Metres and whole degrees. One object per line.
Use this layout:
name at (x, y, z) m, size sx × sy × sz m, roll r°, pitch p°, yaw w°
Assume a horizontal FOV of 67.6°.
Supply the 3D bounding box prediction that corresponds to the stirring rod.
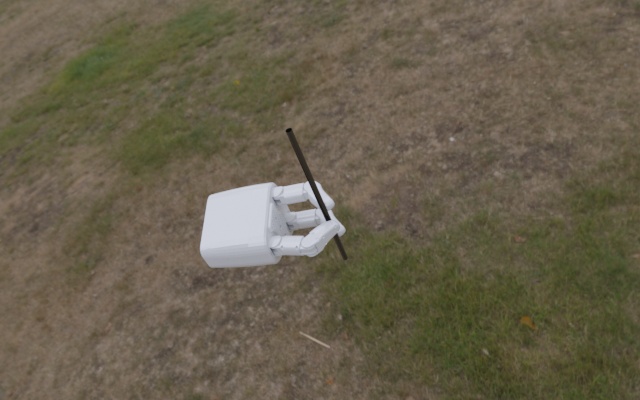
stirring rod at (0.000, 0.002, 0.630) m, size 0.011 × 0.011 × 0.240 m, roll 0°, pitch -44°, yaw 25°
